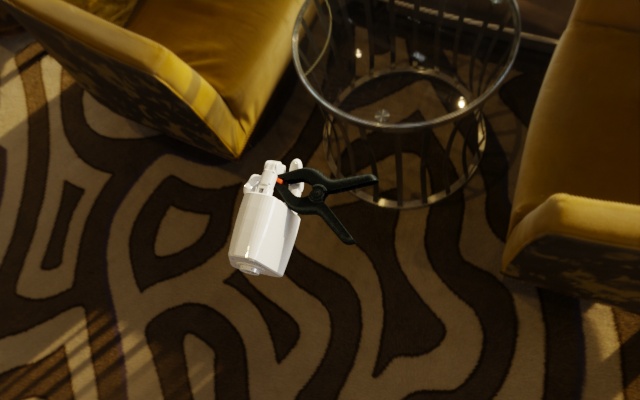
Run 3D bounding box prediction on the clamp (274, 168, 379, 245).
[{"bbox_3d":[0.000,0.002,0.773,0.171,0.120,0.039,9,-20,14],"label":"clamp"}]
